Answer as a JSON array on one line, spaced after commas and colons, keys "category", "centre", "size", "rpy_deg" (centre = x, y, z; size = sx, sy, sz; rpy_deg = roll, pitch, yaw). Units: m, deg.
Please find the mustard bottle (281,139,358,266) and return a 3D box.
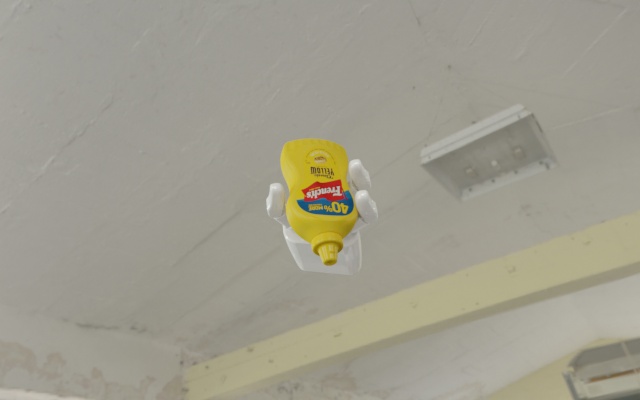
[{"category": "mustard bottle", "centre": [0.000, 0.002, 0.653], "size": [0.096, 0.191, 0.058], "rpy_deg": [4, -38, -17]}]
